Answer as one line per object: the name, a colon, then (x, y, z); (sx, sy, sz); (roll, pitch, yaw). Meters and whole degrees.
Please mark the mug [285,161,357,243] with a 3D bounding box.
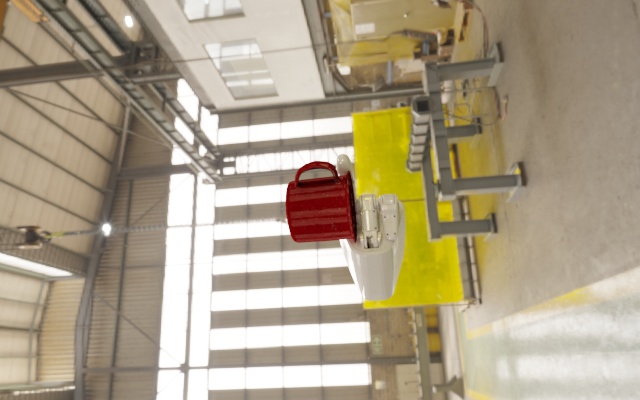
mug: (0.000, 0.001, 0.610); (0.081, 0.117, 0.093); (-6, 37, 8)
